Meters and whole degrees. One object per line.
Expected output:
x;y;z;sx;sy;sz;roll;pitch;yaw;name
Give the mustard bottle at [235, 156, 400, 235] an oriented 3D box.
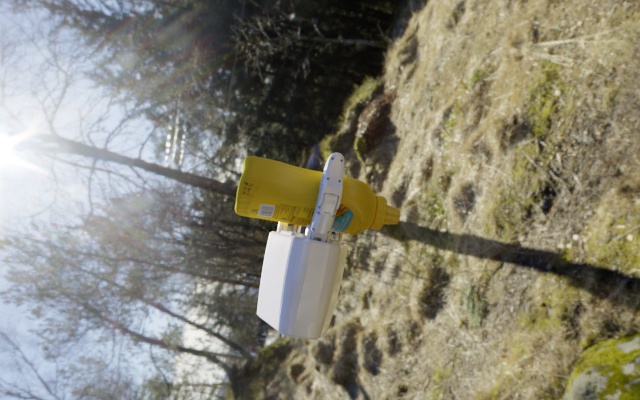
0.000;0.001;0.559;0.191;0.058;0.096;12;-29;-8;mustard bottle
